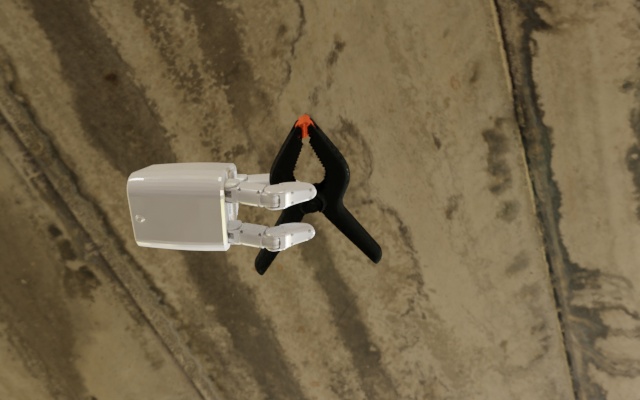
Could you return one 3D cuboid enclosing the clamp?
[{"bbox_3d":[0.000,0.001,0.579,0.164,0.210,0.036,0,28,-5],"label":"clamp"}]
